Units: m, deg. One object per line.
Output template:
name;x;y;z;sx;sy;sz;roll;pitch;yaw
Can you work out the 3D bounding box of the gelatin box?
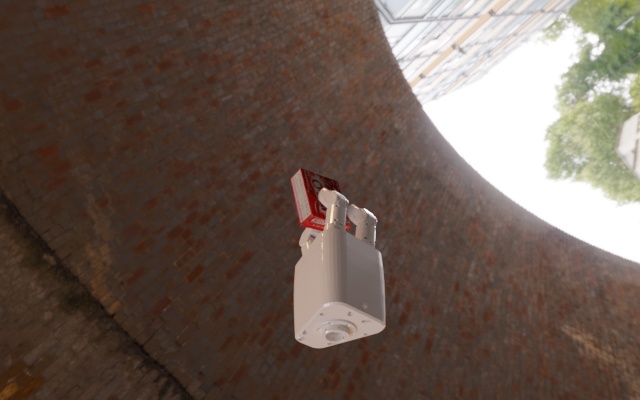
gelatin box;0.000;0.002;0.691;0.073;0.089;0.030;17;-47;-36
